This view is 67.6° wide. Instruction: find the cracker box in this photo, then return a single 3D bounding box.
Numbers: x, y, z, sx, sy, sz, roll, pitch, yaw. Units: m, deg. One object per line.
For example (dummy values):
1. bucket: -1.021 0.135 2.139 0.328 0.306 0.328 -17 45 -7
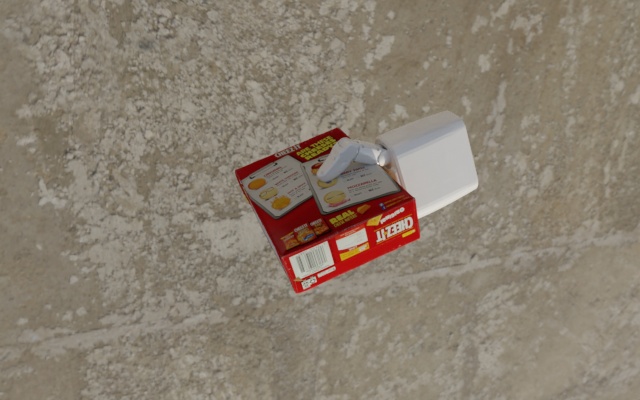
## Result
1. cracker box: 0.000 0.002 0.610 0.164 0.072 0.213 -24 36 -11
